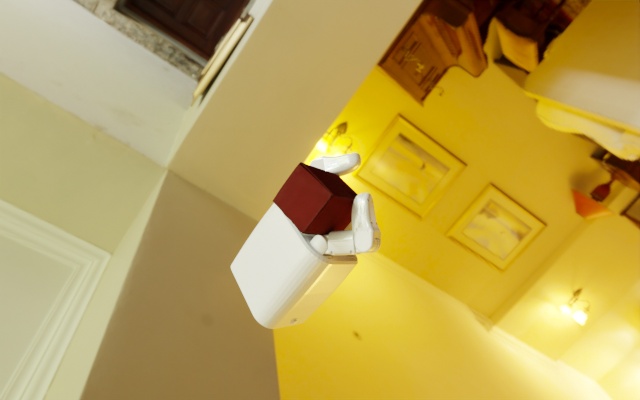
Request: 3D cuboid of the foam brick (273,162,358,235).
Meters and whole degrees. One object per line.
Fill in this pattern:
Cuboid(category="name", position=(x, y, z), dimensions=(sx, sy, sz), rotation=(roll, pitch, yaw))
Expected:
Cuboid(category="foam brick", position=(0.000, 0.001, 0.495), dimensions=(0.053, 0.051, 0.078), rotation=(47, 17, 27))
